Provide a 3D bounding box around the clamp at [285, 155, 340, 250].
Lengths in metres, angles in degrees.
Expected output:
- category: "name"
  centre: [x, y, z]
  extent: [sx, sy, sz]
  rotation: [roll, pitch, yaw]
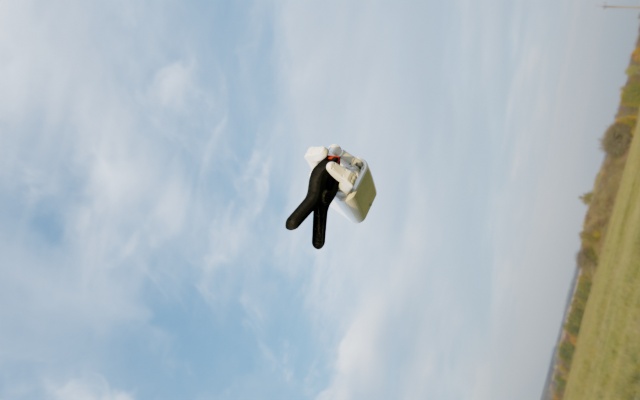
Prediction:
- category: "clamp"
  centre: [0.000, 0.002, 0.860]
  extent: [0.039, 0.171, 0.120]
  rotation: [16, -23, 27]
